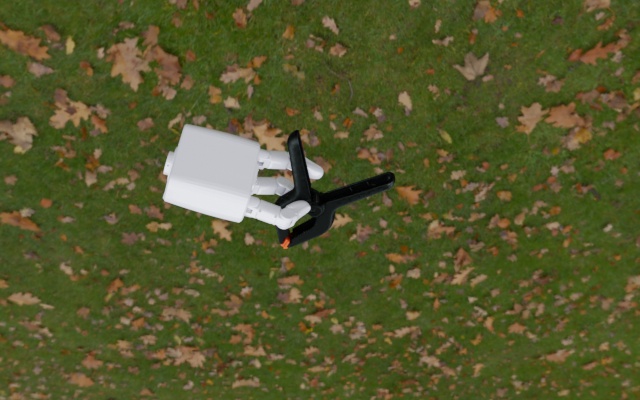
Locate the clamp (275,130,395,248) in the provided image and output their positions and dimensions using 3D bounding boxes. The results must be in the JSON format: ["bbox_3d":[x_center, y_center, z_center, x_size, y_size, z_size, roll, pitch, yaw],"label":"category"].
[{"bbox_3d":[0.000,0.003,0.706,0.164,0.036,0.210,17,-49,-13],"label":"clamp"}]
